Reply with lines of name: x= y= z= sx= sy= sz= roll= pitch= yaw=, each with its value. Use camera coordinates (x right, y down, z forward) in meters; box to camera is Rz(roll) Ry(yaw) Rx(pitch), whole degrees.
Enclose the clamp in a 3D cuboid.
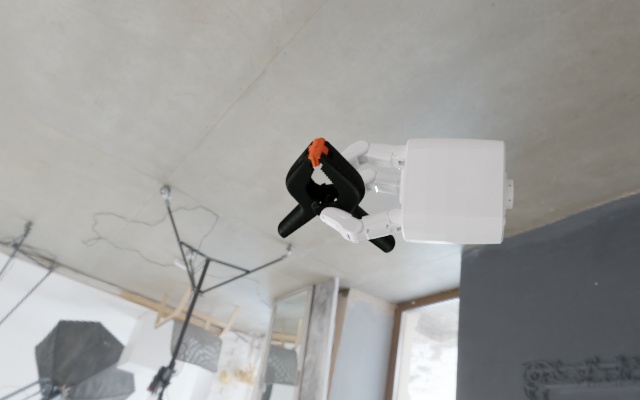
clamp: x=0.000 y=0.002 z=0.590 sx=0.164 sy=0.036 sz=0.210 roll=2 pitch=-34 yaw=18
